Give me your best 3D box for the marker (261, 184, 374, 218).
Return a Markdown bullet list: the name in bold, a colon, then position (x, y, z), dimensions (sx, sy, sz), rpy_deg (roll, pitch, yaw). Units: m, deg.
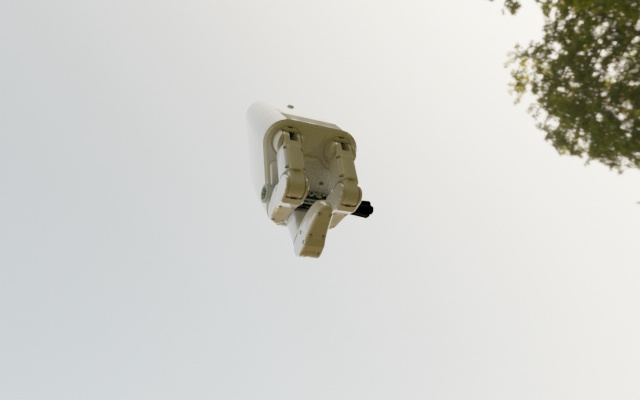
- **marker**: position (0.000, 0.002, 0.479), dimensions (0.121, 0.020, 0.020), rpy_deg (9, -4, -25)
